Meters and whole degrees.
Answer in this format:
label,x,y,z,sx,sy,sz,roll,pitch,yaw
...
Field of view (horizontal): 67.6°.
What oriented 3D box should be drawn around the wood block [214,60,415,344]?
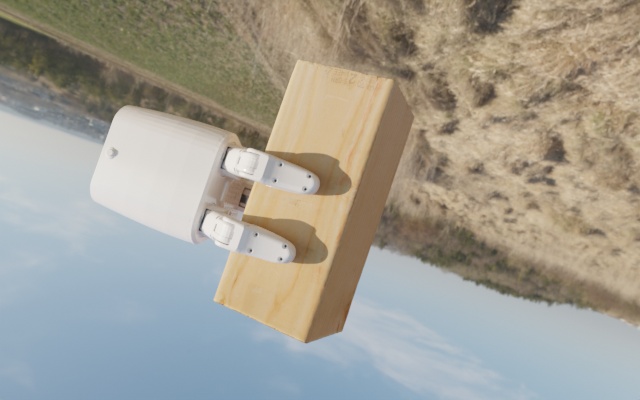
label,x,y,z,sx,sy,sz,roll,pitch,yaw
wood block,0.000,0.001,0.408,0.090,0.206,0.091,18,-2,21
